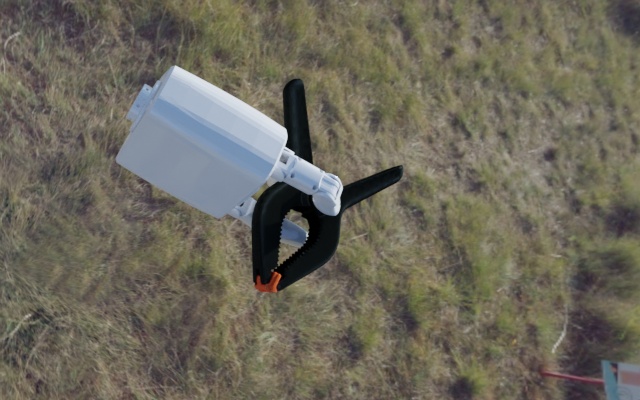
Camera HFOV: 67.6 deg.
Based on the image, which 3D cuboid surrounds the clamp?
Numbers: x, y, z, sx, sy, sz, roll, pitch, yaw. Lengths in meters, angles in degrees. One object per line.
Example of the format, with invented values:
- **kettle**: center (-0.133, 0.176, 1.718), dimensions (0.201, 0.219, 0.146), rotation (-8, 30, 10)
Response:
- **clamp**: center (0.000, 0.002, 0.484), dimensions (0.164, 0.210, 0.036), rotation (29, -22, -23)
